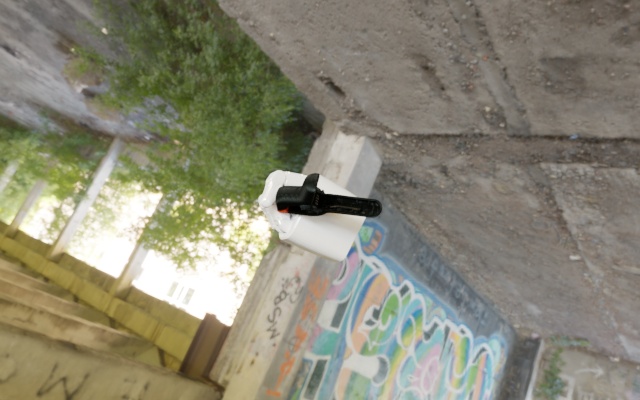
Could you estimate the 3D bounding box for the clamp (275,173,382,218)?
[{"bbox_3d":[0.000,0.003,0.660,0.120,0.039,0.171,26,-16,-23],"label":"clamp"}]
